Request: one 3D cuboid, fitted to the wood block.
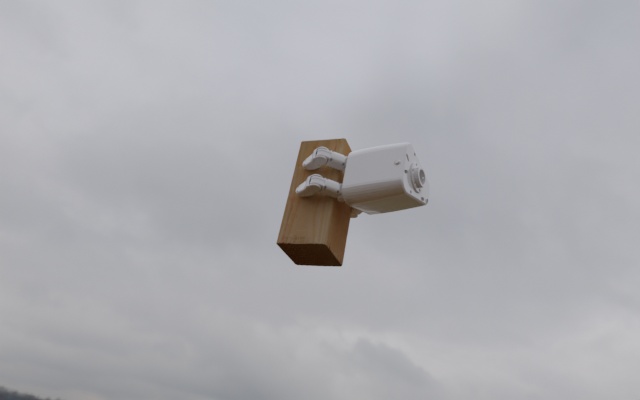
[{"bbox_3d":[0.001,0.003,0.836,0.090,0.206,0.091,-1,-32,23],"label":"wood block"}]
